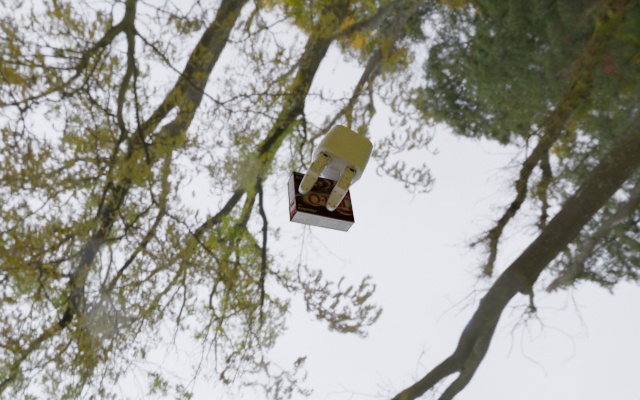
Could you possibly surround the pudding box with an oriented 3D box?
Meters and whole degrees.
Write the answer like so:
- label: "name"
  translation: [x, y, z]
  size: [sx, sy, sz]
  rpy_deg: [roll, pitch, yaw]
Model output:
- label: "pudding box"
  translation: [0.000, 0.003, 0.838]
  size: [0.113, 0.090, 0.039]
  rpy_deg: [10, -43, -20]
